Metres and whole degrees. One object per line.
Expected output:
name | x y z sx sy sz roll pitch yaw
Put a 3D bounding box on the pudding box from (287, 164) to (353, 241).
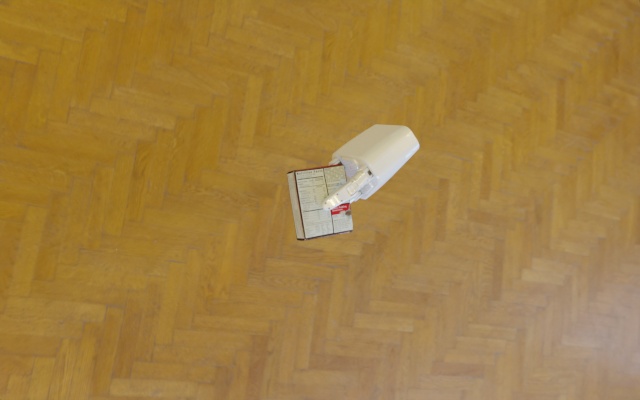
pudding box | 0.000 0.002 0.765 0.090 0.113 0.039 -9 -1 -22
